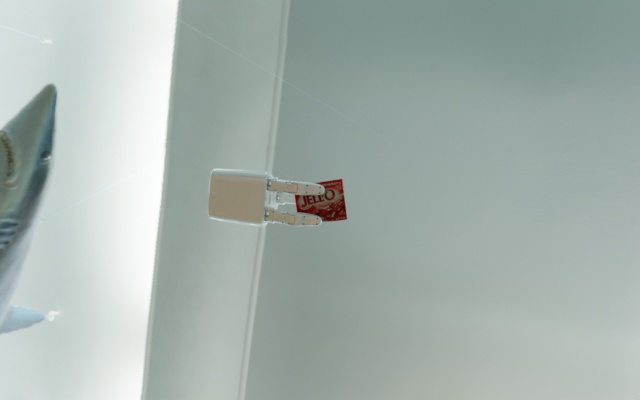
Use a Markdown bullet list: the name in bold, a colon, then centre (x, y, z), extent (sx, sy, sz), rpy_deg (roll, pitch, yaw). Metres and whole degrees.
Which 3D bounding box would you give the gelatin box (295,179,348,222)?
- **gelatin box**: centre (0.001, 0.003, 0.851), extent (0.089, 0.073, 0.030), rpy_deg (-8, 4, 5)
